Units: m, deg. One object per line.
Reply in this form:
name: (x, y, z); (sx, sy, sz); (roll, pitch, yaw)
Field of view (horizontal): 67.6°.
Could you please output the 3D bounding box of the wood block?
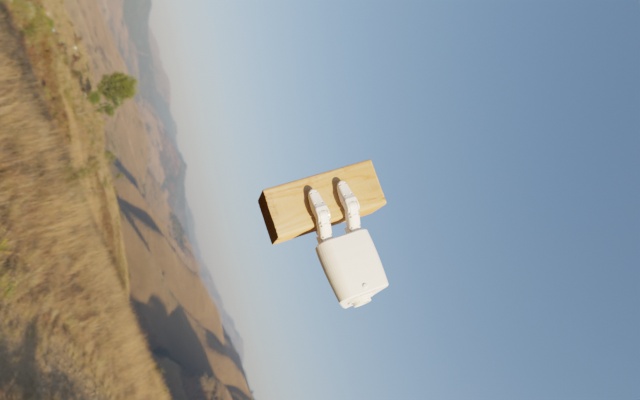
wood block: (0.000, 0.003, 0.872); (0.206, 0.090, 0.091); (-17, -9, -17)
